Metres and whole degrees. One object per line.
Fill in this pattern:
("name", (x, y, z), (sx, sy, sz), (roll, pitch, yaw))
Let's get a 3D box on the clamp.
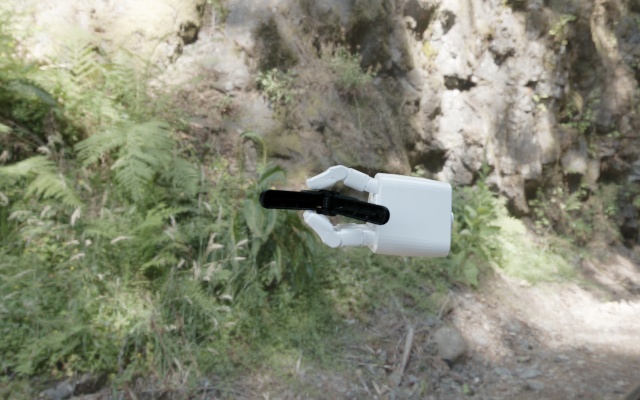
("clamp", (0.000, 0.001, 0.681), (0.164, 0.036, 0.210), (9, 4, -4))
